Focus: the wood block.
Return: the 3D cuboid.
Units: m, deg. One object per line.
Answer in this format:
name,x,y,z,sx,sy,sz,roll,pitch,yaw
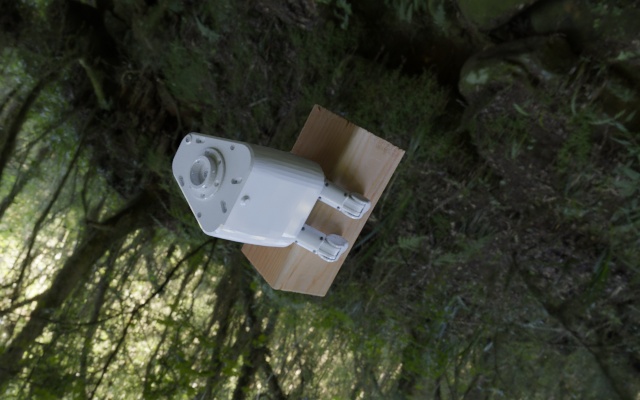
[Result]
wood block,0.000,0.002,0.583,0.090,0.206,0.090,19,14,-43
